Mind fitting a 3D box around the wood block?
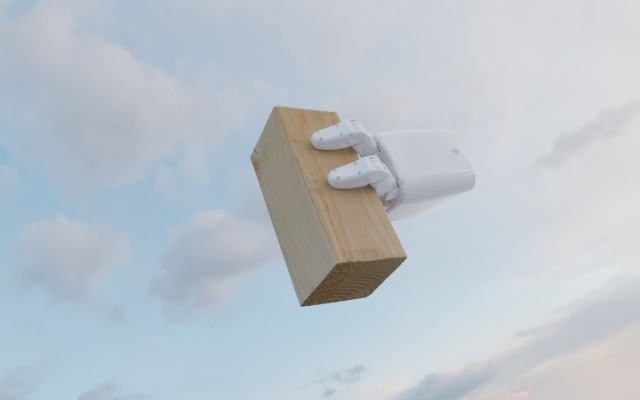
[{"bbox_3d":[0.000,0.002,0.535,0.090,0.206,0.091,-1,-37,-31],"label":"wood block"}]
